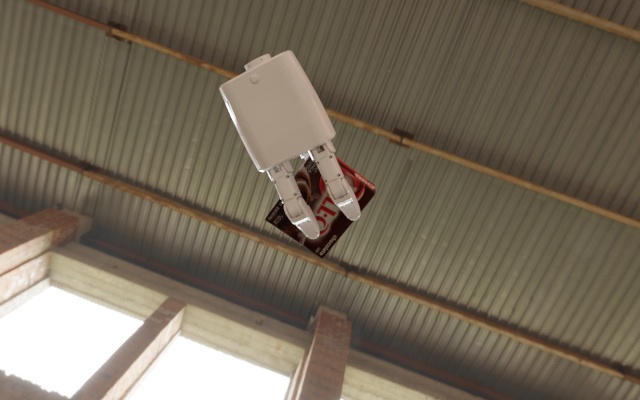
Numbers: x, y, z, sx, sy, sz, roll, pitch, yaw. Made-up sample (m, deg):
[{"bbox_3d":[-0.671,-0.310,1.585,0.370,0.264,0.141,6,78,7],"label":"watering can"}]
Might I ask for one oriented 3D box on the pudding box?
[{"bbox_3d":[0.000,0.002,0.589,0.090,0.113,0.039,35,19,-7],"label":"pudding box"}]
